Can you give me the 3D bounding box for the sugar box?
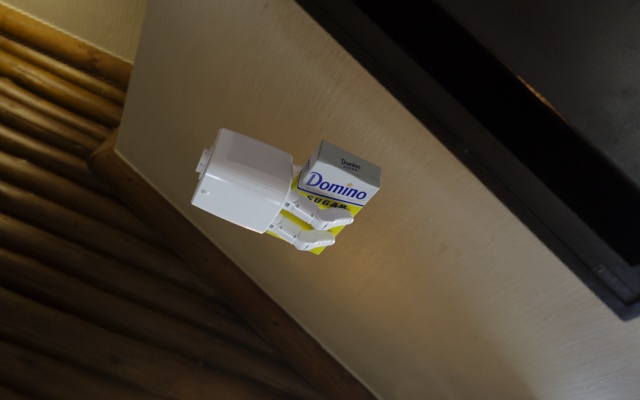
[{"bbox_3d":[0.000,0.003,0.668,0.093,0.048,0.176,24,-42,-14],"label":"sugar box"}]
